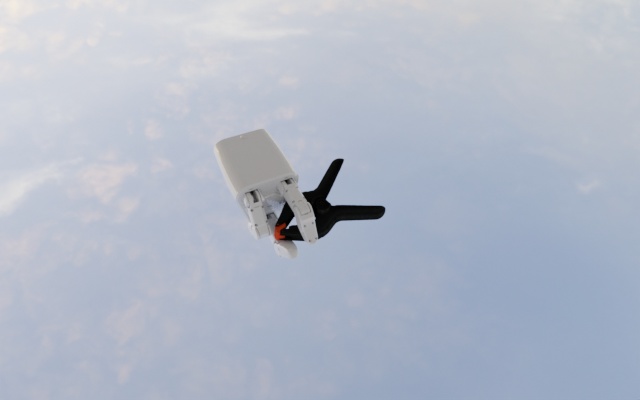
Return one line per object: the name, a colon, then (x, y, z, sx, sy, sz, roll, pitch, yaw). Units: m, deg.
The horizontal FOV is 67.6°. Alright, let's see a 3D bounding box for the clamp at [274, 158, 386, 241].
clamp: (0.000, 0.003, 0.724, 0.171, 0.120, 0.039, -19, -33, -21)
